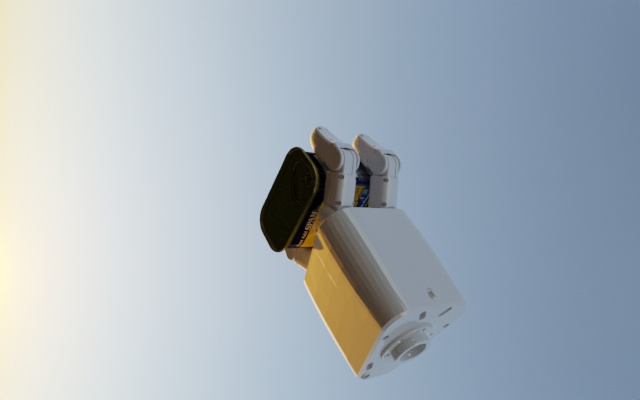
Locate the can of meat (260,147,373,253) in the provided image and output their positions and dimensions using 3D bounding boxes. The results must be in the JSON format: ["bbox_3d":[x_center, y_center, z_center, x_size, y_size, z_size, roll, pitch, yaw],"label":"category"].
[{"bbox_3d":[0.000,0.002,0.470,0.084,0.102,0.057,2,39,-37],"label":"can of meat"}]
